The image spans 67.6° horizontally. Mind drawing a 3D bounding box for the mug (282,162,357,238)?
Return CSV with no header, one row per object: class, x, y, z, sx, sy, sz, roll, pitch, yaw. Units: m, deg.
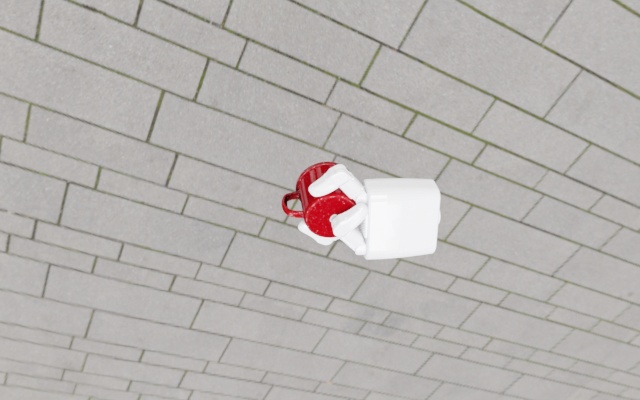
mug,-0.001,0.003,0.718,0.117,0.093,0.081,-4,36,-6
